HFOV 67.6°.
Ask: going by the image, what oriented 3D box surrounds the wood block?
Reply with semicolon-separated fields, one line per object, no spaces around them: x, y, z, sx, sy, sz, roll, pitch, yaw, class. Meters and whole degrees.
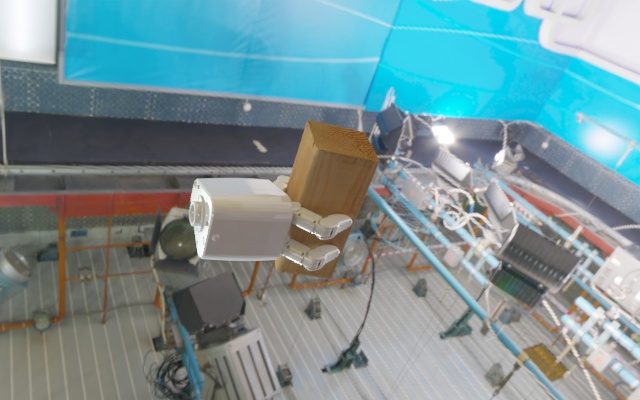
0.000;0.002;0.690;0.090;0.206;0.090;10;32;-17;wood block
